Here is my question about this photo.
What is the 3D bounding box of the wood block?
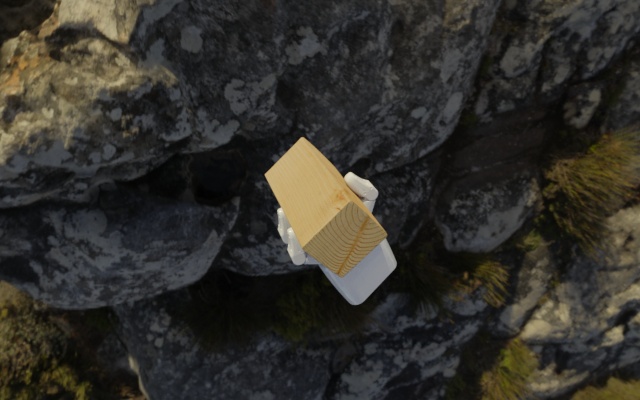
[{"bbox_3d":[0.001,0.002,0.704,0.090,0.091,0.206,41,9,-35],"label":"wood block"}]
